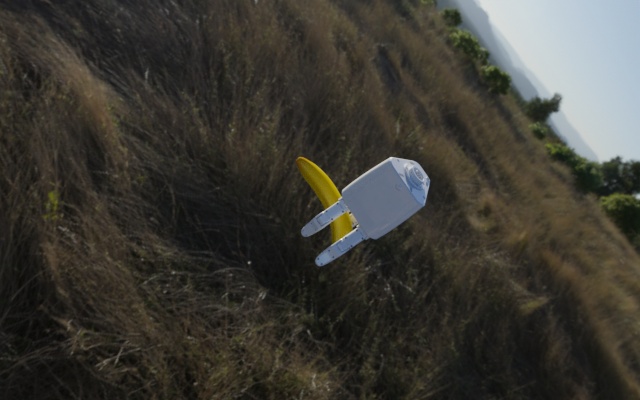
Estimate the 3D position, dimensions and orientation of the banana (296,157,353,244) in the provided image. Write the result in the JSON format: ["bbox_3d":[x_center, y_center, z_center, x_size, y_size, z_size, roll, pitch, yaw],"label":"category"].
[{"bbox_3d":[0.014,0.007,0.855,0.069,0.197,0.037,4,-32,-48],"label":"banana"}]
